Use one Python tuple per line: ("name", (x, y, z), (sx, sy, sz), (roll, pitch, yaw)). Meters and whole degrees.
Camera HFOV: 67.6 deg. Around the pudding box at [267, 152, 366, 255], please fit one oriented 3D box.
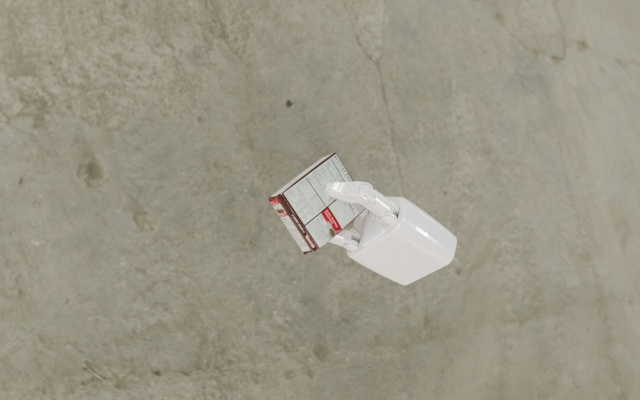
("pudding box", (0.000, 0.002, 0.628), (0.113, 0.090, 0.039), (-39, 10, -36))
